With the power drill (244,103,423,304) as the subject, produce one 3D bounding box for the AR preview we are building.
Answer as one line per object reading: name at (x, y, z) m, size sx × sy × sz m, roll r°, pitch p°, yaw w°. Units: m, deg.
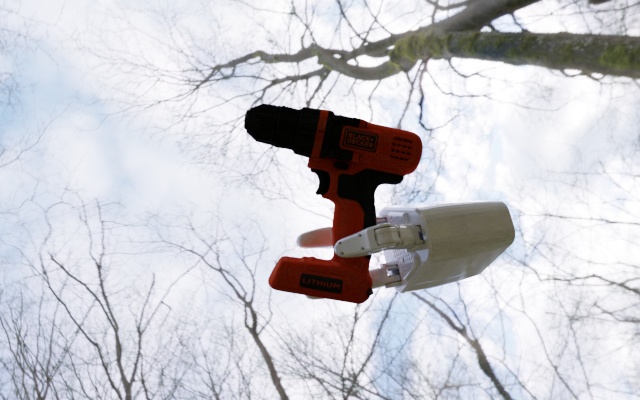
power drill at (0.000, 0.002, 0.488) m, size 0.184 × 0.187 × 0.057 m, roll 11°, pitch 1°, yaw -1°
